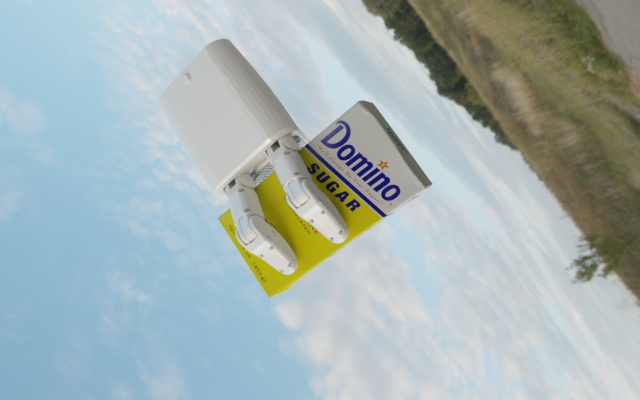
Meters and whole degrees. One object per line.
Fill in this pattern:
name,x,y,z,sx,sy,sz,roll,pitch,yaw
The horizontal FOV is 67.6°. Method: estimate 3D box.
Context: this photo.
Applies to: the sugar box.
sugar box,0.000,0.001,0.428,0.176,0.093,0.048,-39,-9,22
